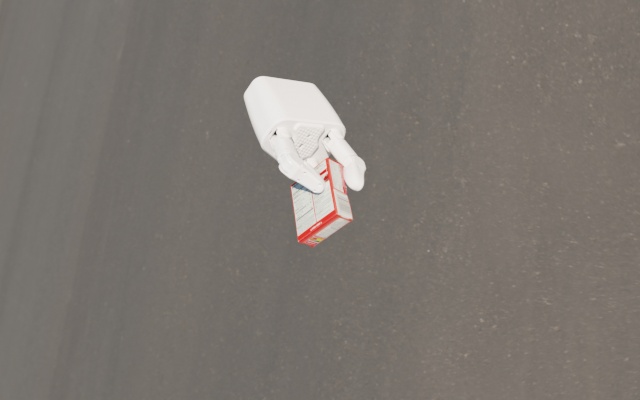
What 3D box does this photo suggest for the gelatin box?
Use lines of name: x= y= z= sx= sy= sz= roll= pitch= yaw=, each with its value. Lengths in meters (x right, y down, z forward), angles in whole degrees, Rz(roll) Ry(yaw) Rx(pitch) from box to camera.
gelatin box: x=0.000 y=0.002 z=0.596 sx=0.030 sy=0.089 sz=0.073 roll=22 pitch=-45 yaw=-37
